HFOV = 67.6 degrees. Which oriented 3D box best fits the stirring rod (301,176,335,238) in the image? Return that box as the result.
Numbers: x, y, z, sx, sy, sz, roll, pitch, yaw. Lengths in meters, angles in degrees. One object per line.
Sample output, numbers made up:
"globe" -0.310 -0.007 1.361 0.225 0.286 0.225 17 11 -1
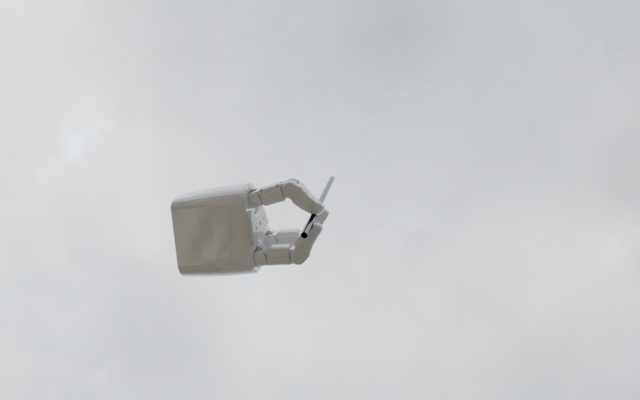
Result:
"stirring rod" 0.000 0.002 0.660 0.011 0.011 0.239 0 18 10
